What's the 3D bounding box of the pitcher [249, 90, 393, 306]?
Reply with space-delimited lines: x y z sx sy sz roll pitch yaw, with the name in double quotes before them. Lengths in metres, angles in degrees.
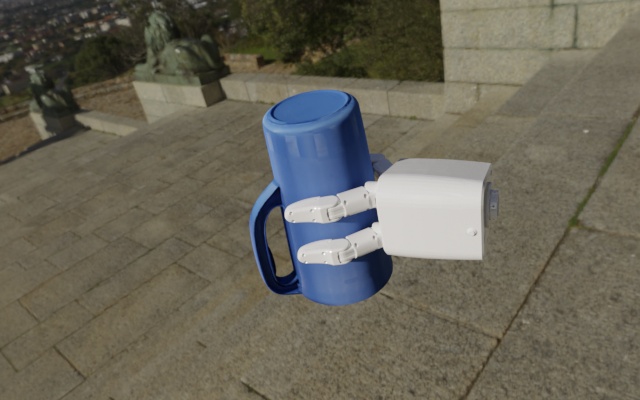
"pitcher" 0.000 0.002 0.575 0.145 0.243 0.149 3 35 25
